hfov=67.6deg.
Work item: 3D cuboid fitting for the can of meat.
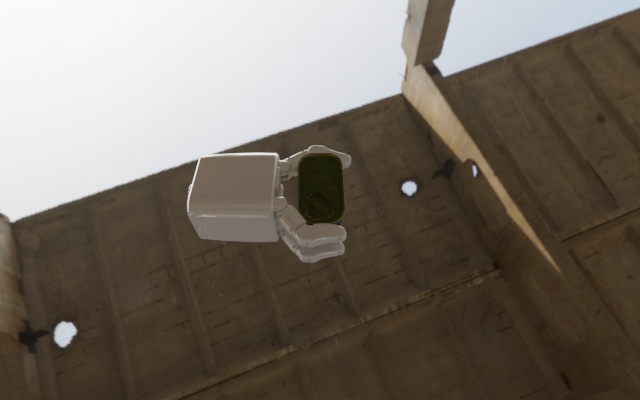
[{"bbox_3d":[0.000,0.002,0.636,0.057,0.102,0.084,-1,-28,-1],"label":"can of meat"}]
